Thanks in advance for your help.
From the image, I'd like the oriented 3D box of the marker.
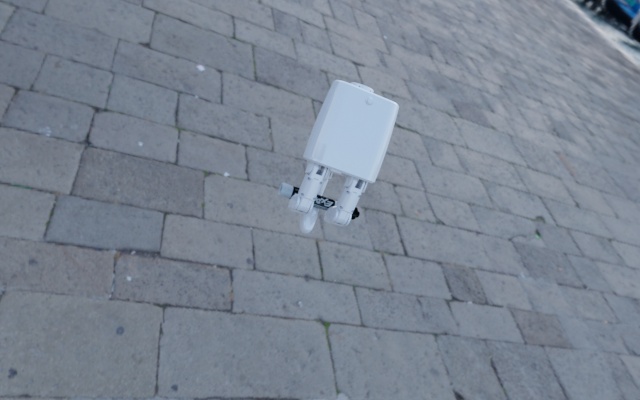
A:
[{"bbox_3d":[0.000,0.002,0.669,0.121,0.020,0.020,18,-6,-17],"label":"marker"}]
